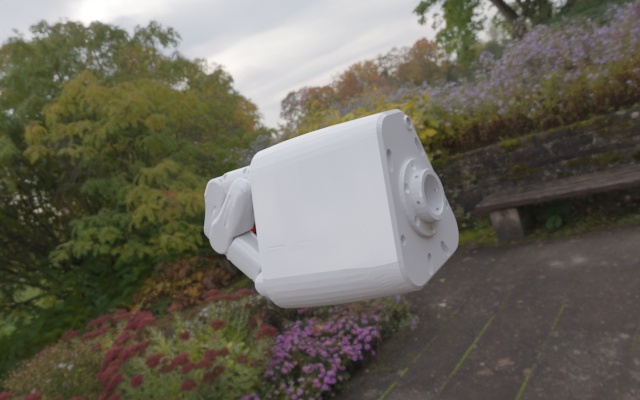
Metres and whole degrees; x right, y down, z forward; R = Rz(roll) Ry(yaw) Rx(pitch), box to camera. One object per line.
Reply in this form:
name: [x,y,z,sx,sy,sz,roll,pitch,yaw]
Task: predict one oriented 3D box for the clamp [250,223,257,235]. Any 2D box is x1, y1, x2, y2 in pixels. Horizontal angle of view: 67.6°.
clamp: [0.000,0.001,0.429,0.120,0.039,0.171,-14,7,37]
